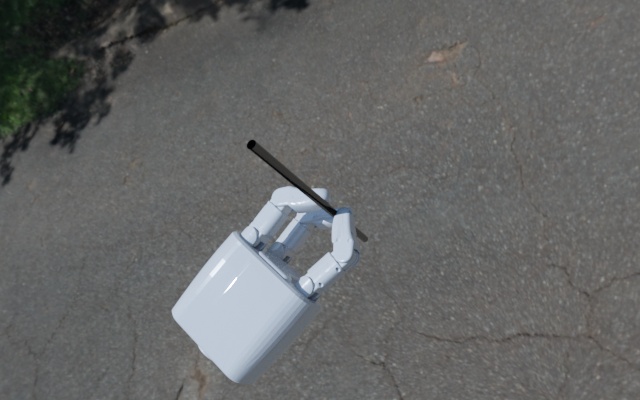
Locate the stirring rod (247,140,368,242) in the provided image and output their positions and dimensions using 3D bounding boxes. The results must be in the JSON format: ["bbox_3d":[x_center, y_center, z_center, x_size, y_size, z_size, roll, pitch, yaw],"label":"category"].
[{"bbox_3d":[0.000,0.002,0.455,0.011,0.011,0.240,0,-21,27],"label":"stirring rod"}]
